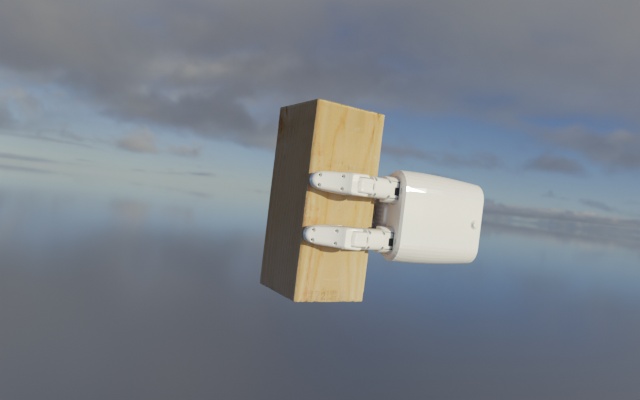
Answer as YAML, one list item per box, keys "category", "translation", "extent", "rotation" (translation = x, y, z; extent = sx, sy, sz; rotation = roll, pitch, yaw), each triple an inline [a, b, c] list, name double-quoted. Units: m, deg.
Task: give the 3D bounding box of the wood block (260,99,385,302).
- category: "wood block"
  translation: [0.000, 0.002, 0.538]
  extent: [0.090, 0.206, 0.091]
  rotation: [7, 0, -31]
